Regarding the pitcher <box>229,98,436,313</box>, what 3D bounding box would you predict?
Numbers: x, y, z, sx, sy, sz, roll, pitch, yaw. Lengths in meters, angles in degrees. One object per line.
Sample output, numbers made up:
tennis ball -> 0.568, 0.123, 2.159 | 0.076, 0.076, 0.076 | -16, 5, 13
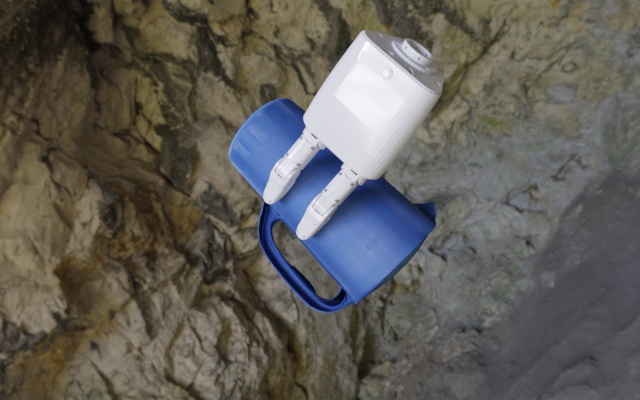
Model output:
pitcher -> 0.000, 0.002, 0.566 | 0.149, 0.243, 0.145 | -32, -17, -52
